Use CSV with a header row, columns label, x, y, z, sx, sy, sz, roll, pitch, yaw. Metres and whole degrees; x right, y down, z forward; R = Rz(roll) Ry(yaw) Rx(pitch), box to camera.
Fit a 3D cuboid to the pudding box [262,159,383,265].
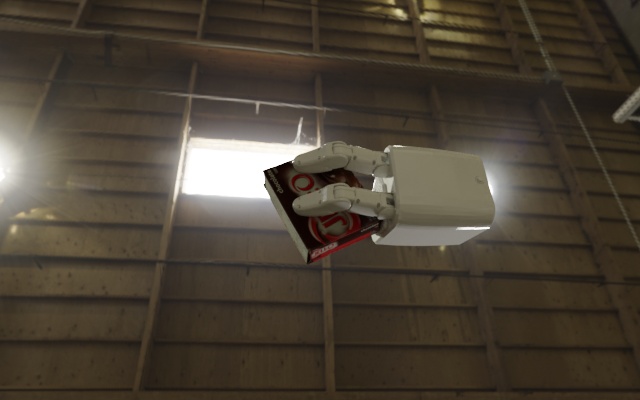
label,x,y,z,sx,sy,sz,roll,pitch,yaw
pudding box,0.000,0.002,0.519,0.090,0.113,0.039,-22,-30,-20
